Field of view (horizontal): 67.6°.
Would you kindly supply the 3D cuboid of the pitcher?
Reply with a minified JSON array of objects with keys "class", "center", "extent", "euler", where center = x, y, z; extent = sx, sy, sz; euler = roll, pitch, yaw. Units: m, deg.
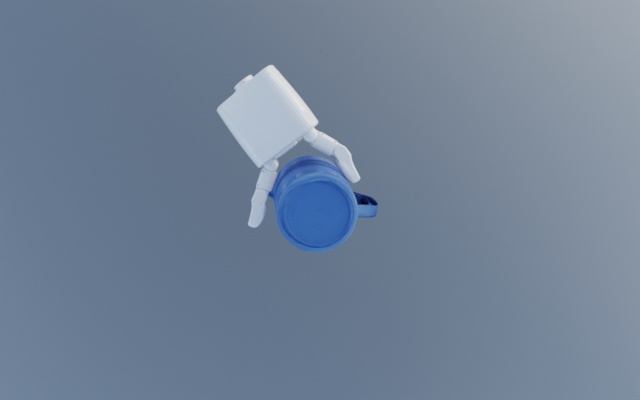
[{"class":"pitcher","center":[0.000,0.002,0.732],"extent":[0.149,0.145,0.243],"euler":[-35,8,2]}]
